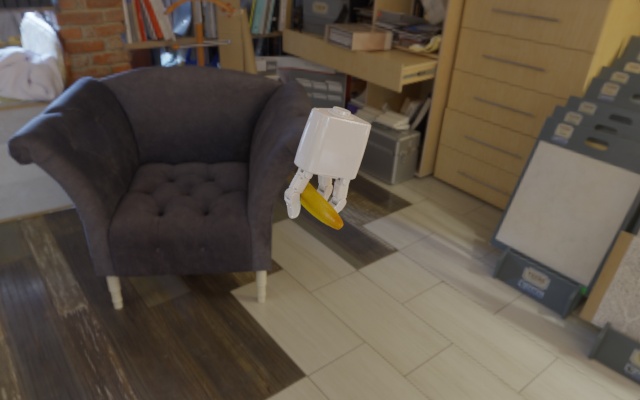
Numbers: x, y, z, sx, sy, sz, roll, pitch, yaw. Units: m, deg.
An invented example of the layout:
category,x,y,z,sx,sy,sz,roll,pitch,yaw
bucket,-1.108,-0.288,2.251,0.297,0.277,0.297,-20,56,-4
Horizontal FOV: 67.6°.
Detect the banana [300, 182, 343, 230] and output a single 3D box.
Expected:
category,x,y,z,sx,sy,sz,roll,pitch,yaw
banana,-0.016,-0.006,0.890,0.070,0.037,0.197,27,11,-27
